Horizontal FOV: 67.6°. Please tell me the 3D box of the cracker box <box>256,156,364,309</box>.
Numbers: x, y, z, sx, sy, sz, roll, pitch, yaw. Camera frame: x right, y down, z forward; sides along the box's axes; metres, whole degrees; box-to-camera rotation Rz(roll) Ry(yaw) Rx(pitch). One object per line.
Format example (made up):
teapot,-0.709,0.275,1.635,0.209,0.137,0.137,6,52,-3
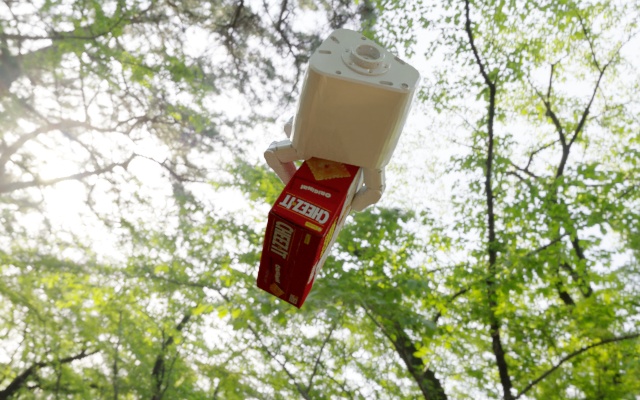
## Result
cracker box,0.000,0.002,0.603,0.072,0.213,0.164,24,-40,8
